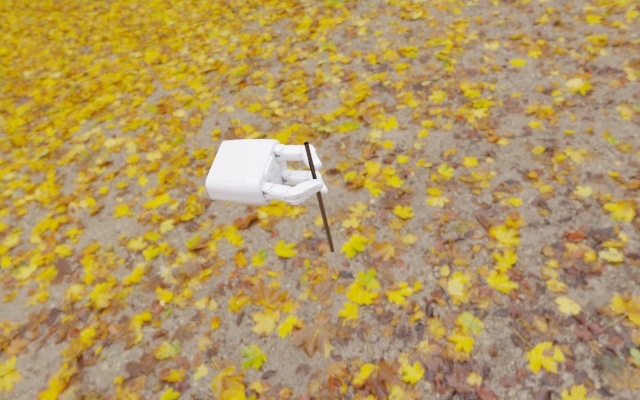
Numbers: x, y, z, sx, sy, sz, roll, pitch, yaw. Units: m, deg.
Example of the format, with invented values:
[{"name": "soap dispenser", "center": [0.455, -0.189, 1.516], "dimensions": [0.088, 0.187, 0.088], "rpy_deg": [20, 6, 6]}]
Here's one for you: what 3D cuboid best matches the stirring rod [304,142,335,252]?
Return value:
[{"name": "stirring rod", "center": [0.000, 0.003, 0.807], "dimensions": [0.011, 0.240, 0.011], "rpy_deg": [-8, 40, 7]}]
